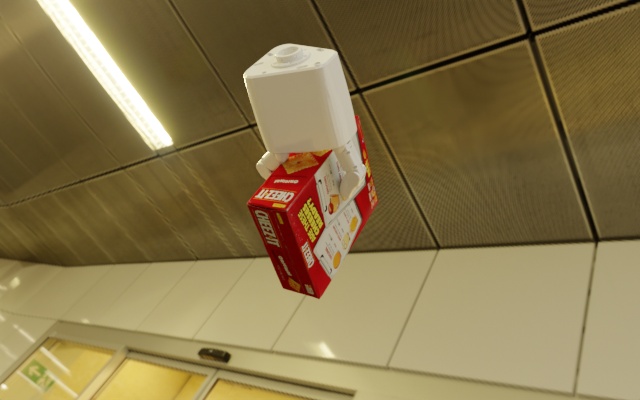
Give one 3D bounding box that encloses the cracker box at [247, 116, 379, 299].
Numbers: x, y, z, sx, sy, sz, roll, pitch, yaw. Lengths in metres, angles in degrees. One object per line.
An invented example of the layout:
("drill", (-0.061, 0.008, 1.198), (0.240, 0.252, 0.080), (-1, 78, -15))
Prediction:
("cracker box", (0.000, 0.002, 0.680), (0.072, 0.164, 0.213), (8, 43, 30))
